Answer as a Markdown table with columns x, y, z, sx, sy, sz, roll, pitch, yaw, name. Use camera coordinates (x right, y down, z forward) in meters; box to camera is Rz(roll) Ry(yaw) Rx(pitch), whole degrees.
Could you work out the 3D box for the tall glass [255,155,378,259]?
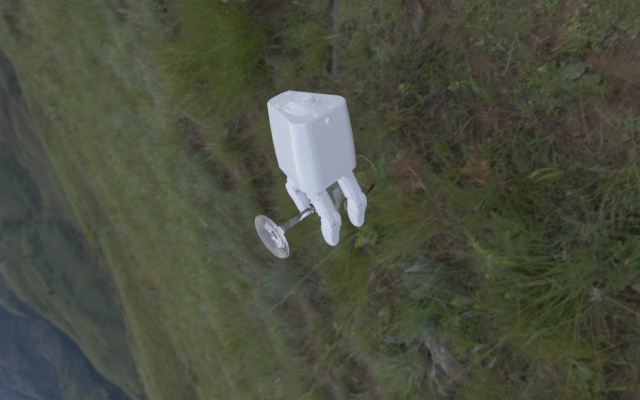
| x | y | z | sx | sy | sz | roll | pitch | yaw | name |
| --- | --- | --- | --- | --- | --- | --- | --- | --- | --- |
| 0.000 | 0.003 | 0.732 | 0.201 | 0.079 | 0.079 | -35 | 19 | -29 | tall glass |
